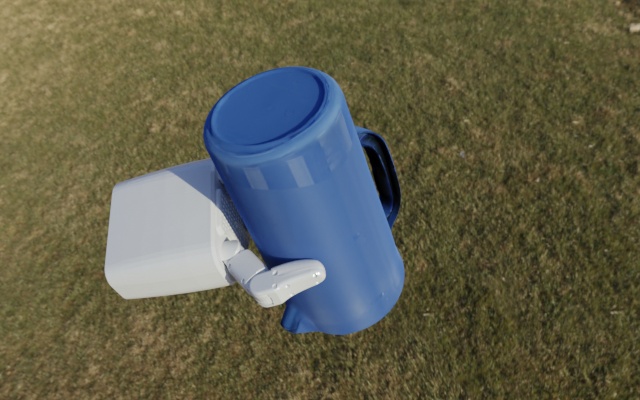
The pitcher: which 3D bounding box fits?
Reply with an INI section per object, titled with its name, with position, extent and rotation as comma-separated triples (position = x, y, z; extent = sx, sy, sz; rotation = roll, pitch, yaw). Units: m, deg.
[pitcher]
position = 0.000, 0.002, 0.433
extent = 0.145, 0.149, 0.243
rotation = -12, -43, 9
